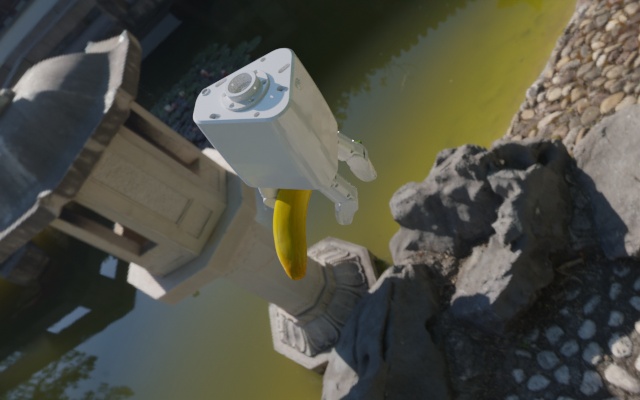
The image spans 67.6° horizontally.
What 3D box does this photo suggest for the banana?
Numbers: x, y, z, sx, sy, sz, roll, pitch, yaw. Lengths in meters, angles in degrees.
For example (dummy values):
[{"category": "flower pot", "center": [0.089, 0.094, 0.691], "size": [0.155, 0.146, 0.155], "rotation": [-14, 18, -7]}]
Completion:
[{"category": "banana", "center": [-0.016, -0.006, 0.549], "size": [0.069, 0.197, 0.037], "rotation": [16, -28, 17]}]
